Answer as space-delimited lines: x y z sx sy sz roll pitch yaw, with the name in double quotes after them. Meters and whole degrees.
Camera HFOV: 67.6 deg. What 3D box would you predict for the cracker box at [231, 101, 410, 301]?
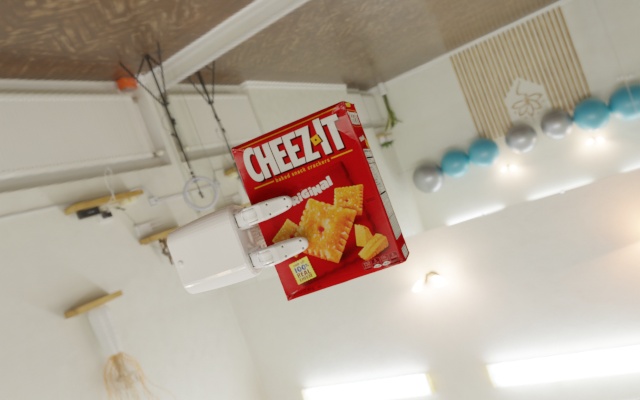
0.000 0.002 0.619 0.164 0.213 0.072 -20 1 16 "cracker box"
